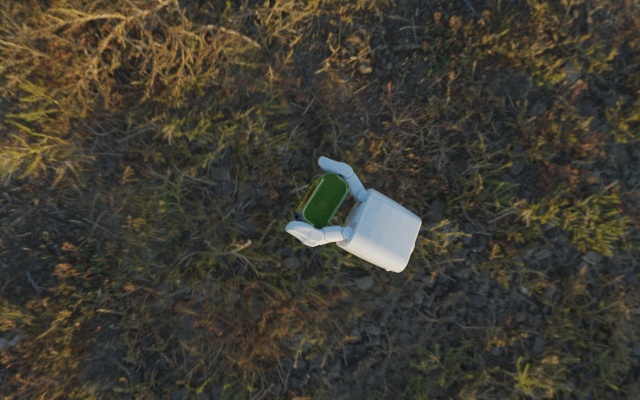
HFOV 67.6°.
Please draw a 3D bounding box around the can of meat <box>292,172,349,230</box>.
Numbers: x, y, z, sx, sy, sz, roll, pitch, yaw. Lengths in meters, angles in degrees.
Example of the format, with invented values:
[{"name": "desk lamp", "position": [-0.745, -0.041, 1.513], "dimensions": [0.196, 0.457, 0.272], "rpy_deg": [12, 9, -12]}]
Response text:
[{"name": "can of meat", "position": [0.000, 0.003, 0.818], "dimensions": [0.057, 0.102, 0.084], "rpy_deg": [33, -9, -8]}]
